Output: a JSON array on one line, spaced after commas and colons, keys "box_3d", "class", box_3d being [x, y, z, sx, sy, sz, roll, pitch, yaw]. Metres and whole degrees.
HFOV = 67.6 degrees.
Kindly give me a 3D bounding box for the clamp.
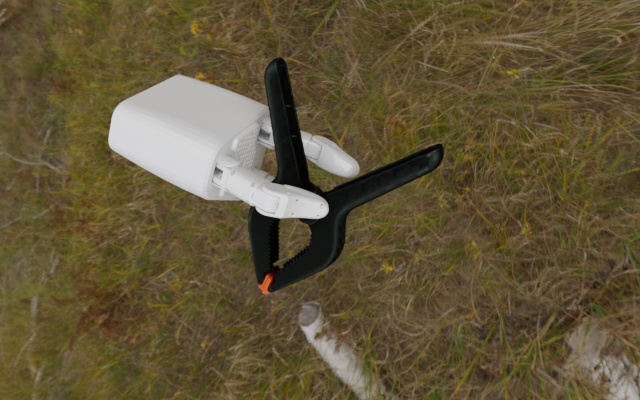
[{"box_3d": [-0.001, 0.002, 0.425, 0.164, 0.210, 0.036, 24, 23, 12], "class": "clamp"}]
